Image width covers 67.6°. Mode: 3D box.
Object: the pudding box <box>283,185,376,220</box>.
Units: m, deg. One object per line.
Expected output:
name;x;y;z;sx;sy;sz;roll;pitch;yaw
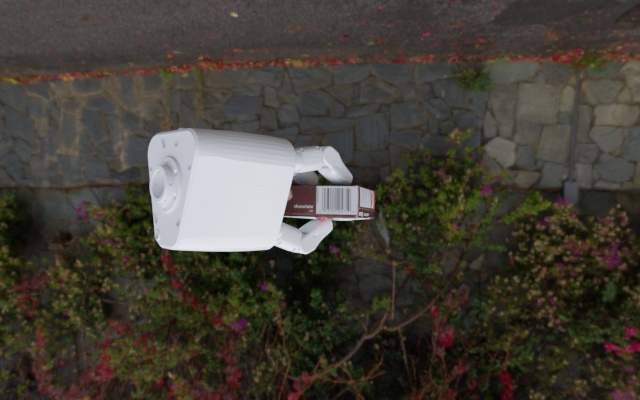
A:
pudding box;0.000;0.002;0.554;0.113;0.039;0.090;3;-1;18
